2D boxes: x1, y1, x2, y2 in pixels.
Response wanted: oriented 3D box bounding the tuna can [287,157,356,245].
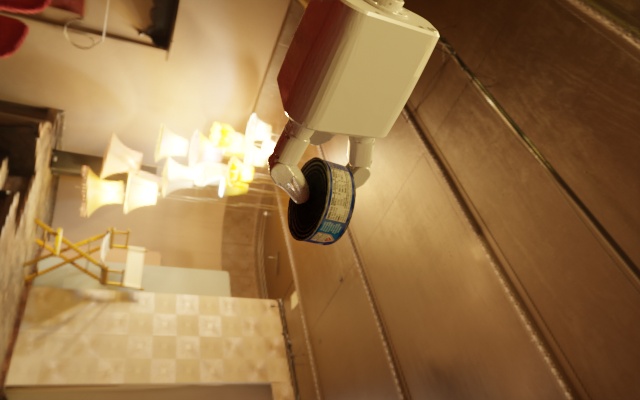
[{"bbox_3d":[0.001,0.002,0.484,0.034,0.086,0.086,14,-6,-27],"label":"tuna can"}]
